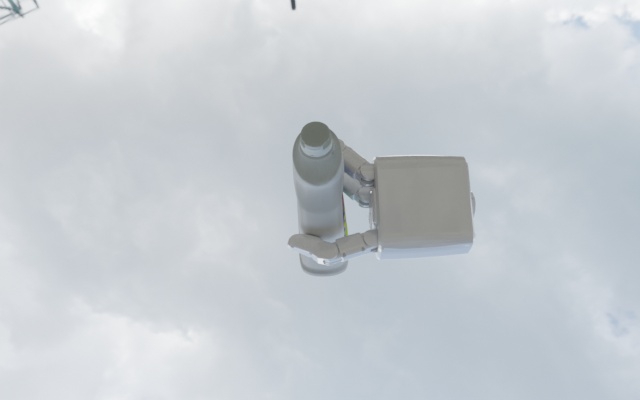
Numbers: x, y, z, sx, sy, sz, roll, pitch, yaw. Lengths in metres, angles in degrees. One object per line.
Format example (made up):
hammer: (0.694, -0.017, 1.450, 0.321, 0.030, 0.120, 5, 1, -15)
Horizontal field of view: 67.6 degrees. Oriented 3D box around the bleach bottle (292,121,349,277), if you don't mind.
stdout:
bleach bottle: (0.000, 0.002, 0.553, 0.068, 0.102, 0.251, -2, -27, 1)
